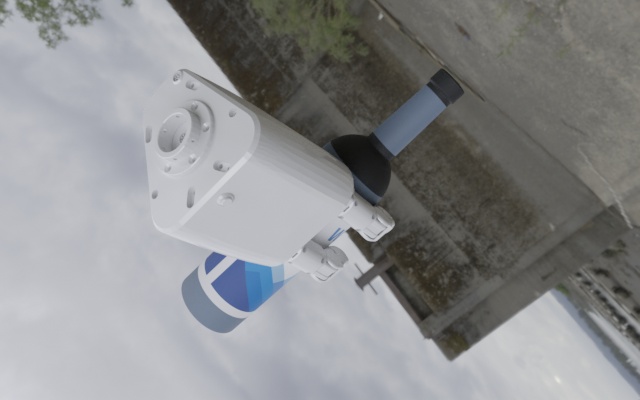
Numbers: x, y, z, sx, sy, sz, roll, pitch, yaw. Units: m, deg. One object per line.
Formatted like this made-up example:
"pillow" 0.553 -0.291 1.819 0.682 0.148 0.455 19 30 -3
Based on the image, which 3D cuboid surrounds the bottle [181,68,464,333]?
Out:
"bottle" 0.000 0.002 0.415 0.296 0.069 0.069 -43 -13 14
